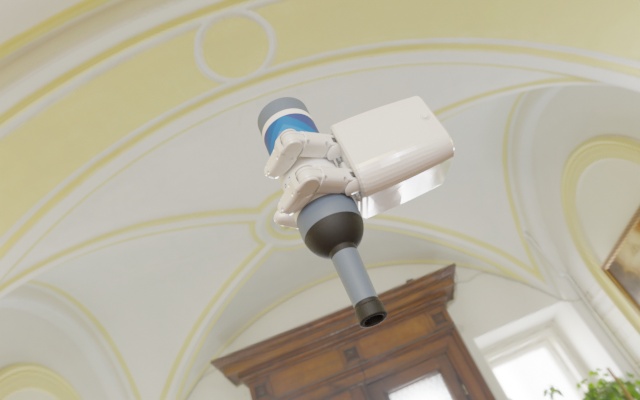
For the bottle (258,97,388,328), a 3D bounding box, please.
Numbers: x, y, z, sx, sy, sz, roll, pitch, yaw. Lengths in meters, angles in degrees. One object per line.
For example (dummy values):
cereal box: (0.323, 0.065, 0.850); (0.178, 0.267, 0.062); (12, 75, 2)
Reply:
bottle: (0.000, 0.002, 0.520); (0.069, 0.295, 0.069); (-15, -38, -12)
